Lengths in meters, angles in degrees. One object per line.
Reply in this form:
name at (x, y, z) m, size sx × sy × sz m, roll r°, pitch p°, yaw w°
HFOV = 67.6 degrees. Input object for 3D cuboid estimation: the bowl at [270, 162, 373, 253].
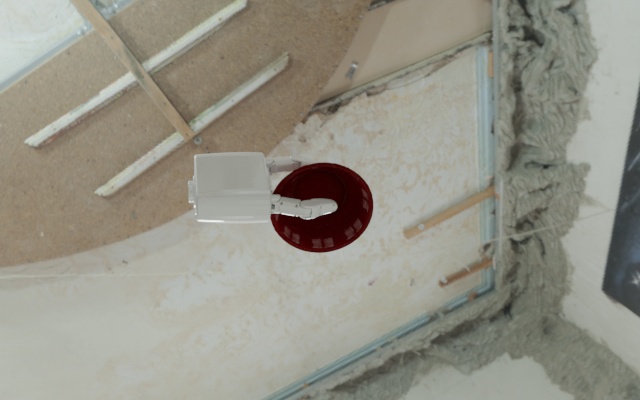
bowl at (0.001, 0.003, 0.757) m, size 0.162 × 0.162 × 0.055 m, roll 0°, pitch 30°, yaw -5°
